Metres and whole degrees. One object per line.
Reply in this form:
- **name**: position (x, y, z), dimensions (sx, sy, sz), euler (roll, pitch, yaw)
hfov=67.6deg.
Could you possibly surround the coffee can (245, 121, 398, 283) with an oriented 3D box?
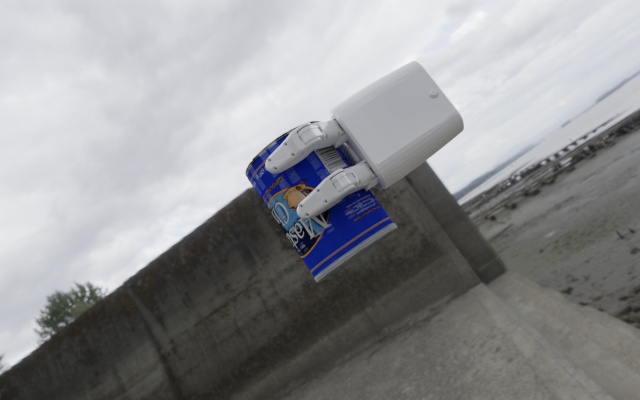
- **coffee can**: position (0.000, 0.002, 0.512), dimensions (0.103, 0.140, 0.103), euler (-34, -10, -6)
